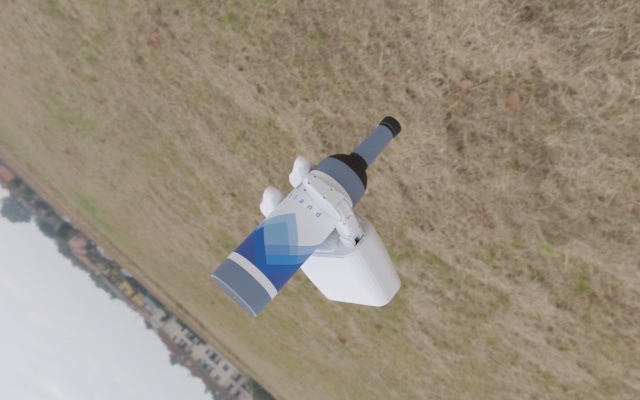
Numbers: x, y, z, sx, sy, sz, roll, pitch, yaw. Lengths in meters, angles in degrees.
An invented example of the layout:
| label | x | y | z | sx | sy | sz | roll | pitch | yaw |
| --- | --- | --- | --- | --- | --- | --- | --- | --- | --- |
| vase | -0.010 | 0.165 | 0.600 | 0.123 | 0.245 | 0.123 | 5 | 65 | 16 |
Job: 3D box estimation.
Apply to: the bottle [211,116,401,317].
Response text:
| label | x | y | z | sx | sy | sz | roll | pitch | yaw |
| --- | --- | --- | --- | --- | --- | --- | --- | --- | --- |
| bottle | 0.000 | 0.002 | 0.563 | 0.295 | 0.069 | 0.069 | -47 | 21 | -21 |
